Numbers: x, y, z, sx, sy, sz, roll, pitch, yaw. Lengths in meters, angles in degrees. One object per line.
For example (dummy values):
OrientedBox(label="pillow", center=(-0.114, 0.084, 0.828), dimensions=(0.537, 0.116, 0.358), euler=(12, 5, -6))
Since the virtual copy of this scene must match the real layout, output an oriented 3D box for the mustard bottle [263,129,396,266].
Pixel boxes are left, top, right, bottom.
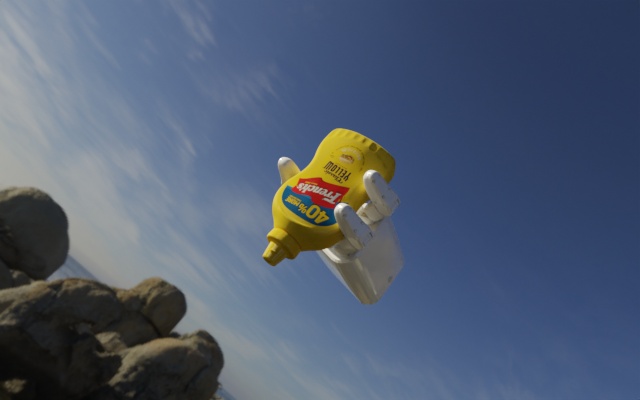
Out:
OrientedBox(label="mustard bottle", center=(0.000, 0.001, 0.566), dimensions=(0.096, 0.191, 0.058), euler=(32, -25, 19))
